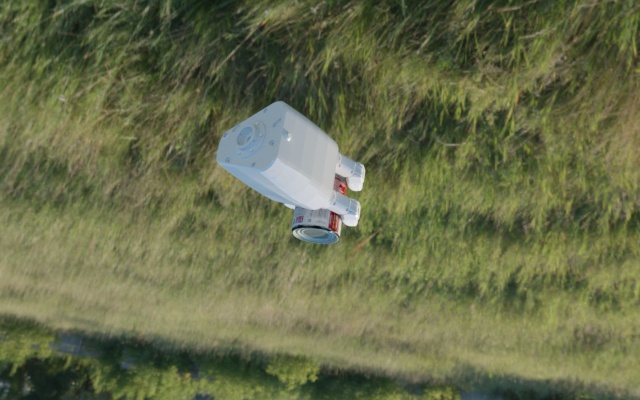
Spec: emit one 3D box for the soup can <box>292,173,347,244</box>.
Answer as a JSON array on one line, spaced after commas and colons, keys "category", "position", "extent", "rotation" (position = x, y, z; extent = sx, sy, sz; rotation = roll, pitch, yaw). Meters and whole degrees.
[{"category": "soup can", "position": [0.000, 0.003, 0.670], "extent": [0.068, 0.102, 0.068], "rotation": [7, -22, 3]}]
